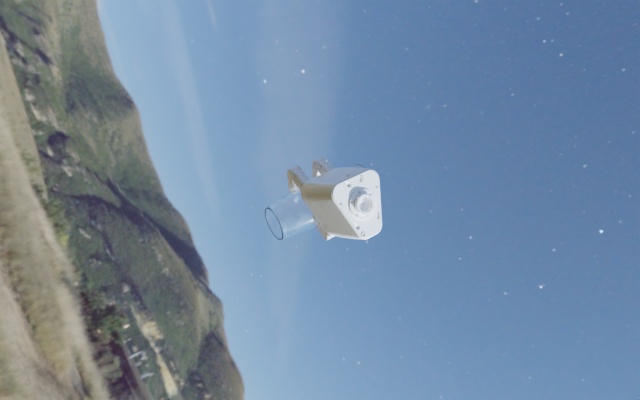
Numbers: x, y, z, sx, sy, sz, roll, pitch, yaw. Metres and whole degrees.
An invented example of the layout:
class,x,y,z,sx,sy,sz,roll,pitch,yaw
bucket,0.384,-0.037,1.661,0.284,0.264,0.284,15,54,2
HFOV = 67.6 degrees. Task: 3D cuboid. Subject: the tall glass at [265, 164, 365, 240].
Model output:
class,x,y,z,sx,sy,sz,roll,pitch,yaw
tall glass,0.001,0.003,0.873,0.201,0.079,0.079,-25,11,-24
